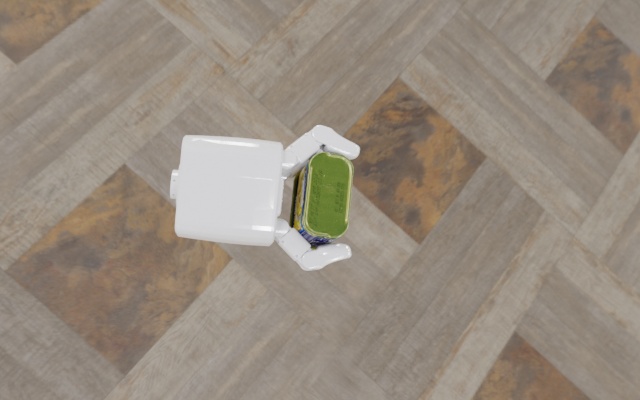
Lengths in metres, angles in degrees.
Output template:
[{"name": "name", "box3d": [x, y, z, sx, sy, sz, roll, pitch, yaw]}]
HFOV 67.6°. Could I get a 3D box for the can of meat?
[{"name": "can of meat", "box3d": [0.000, 0.002, 0.557, 0.057, 0.102, 0.084, 8, -14, -11]}]
